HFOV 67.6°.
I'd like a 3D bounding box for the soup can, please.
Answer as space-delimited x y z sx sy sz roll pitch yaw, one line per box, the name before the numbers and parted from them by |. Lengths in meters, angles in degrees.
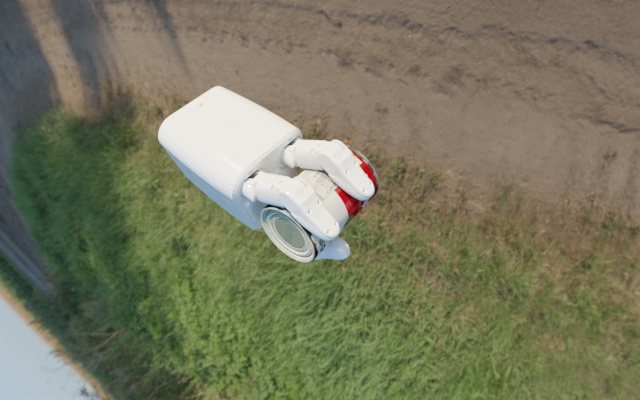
soup can | 0.000 0.002 0.456 0.068 0.068 0.102 0 37 49
